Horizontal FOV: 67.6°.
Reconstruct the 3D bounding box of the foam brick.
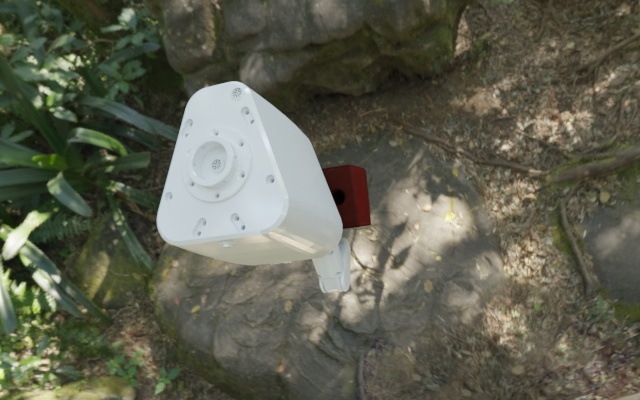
[{"bbox_3d":[0.000,0.001,0.418,0.078,0.053,0.051,-9,-4,17],"label":"foam brick"}]
